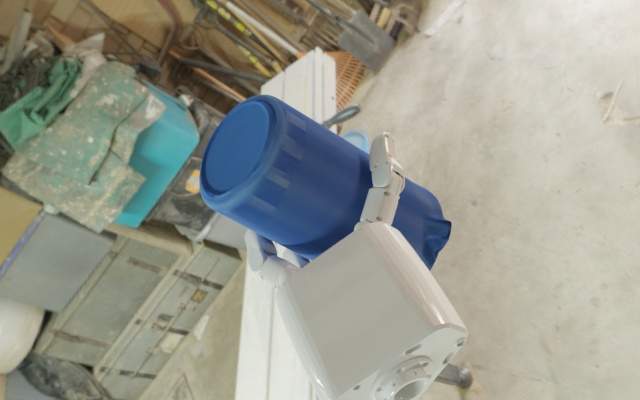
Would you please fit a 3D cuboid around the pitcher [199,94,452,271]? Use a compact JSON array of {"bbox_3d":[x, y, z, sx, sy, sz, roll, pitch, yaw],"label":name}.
[{"bbox_3d":[0.000,0.002,0.478,0.243,0.149,0.145,29,23,-41],"label":"pitcher"}]
